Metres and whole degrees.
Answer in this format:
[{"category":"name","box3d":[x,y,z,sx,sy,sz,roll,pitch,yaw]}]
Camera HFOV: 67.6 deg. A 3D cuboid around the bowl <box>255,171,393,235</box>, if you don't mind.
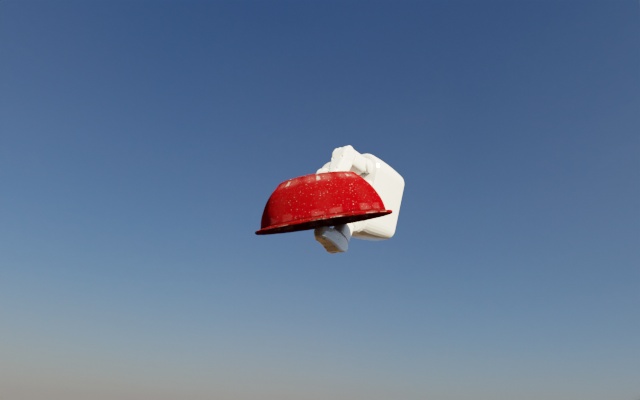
[{"category":"bowl","box3d":[0.000,0.001,0.557,0.162,0.055,0.162,-9,-5,-1]}]
